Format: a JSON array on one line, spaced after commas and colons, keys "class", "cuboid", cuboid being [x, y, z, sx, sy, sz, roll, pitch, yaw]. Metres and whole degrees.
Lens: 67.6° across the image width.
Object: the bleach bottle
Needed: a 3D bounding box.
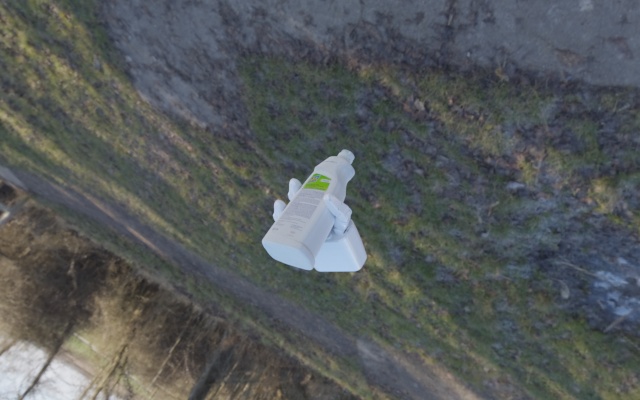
[{"class": "bleach bottle", "cuboid": [0.000, 0.003, 0.875, 0.102, 0.250, 0.068, 11, -36, 35]}]
